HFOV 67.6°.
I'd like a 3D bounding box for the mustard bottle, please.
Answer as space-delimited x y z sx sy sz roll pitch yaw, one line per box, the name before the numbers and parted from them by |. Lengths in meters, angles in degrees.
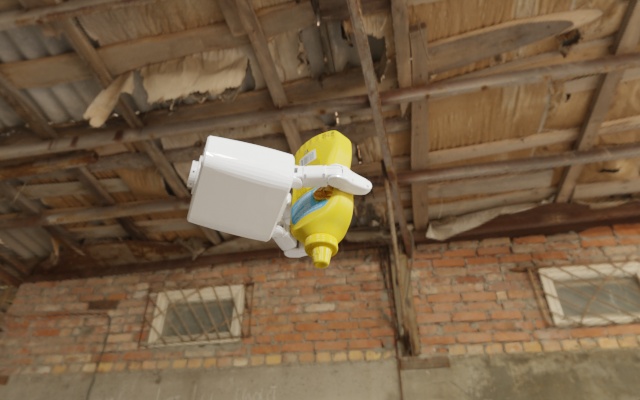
mustard bottle | 0.000 0.002 0.627 0.096 0.191 0.058 -32 -49 33
